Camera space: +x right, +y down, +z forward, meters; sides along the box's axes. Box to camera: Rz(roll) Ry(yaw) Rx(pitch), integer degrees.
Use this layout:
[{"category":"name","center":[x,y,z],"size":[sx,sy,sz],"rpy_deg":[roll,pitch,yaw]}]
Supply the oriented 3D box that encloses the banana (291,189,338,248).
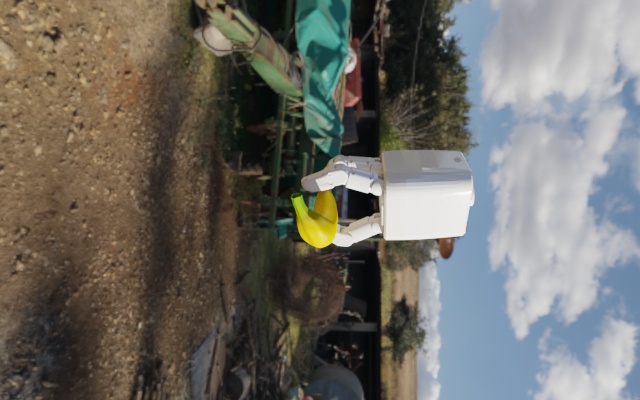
[{"category":"banana","center":[0.001,0.021,0.595],"size":[0.037,0.069,0.198],"rpy_deg":[-4,2,8]}]
